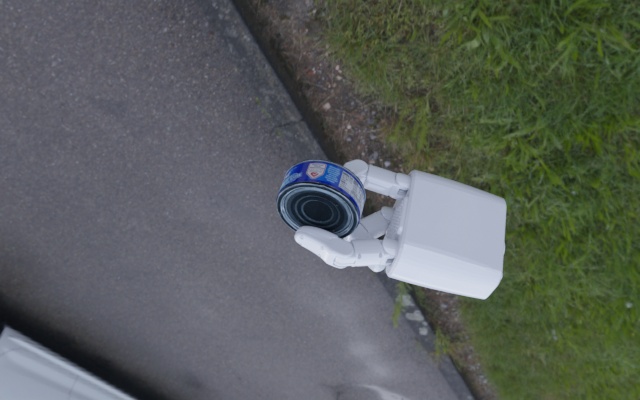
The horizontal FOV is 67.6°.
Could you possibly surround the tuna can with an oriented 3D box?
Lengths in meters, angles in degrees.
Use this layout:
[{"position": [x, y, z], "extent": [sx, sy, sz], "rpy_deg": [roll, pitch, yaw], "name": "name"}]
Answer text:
[{"position": [0.000, 0.002, 0.474], "extent": [0.086, 0.033, 0.086], "rpy_deg": [10, -42, 9], "name": "tuna can"}]
